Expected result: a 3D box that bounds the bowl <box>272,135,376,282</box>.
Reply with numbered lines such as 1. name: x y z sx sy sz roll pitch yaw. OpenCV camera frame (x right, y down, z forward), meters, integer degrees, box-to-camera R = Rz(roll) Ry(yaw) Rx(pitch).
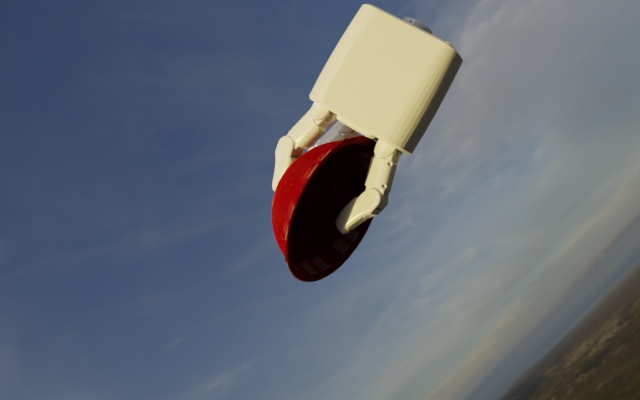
1. bowl: -0.001 0.003 0.501 0.055 0.162 0.162 26 14 31
